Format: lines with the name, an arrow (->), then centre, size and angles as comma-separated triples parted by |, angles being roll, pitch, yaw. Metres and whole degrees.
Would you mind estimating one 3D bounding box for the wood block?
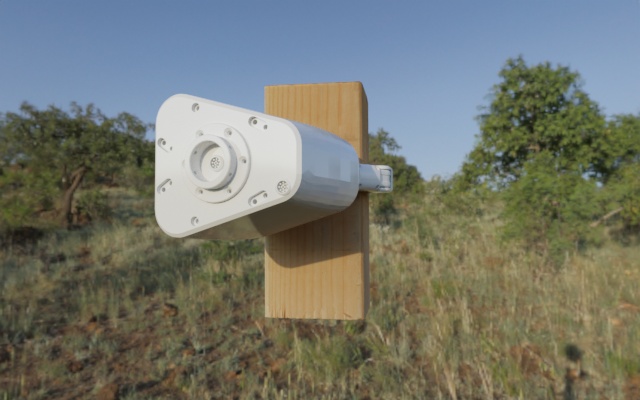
wood block -> 0.000, 0.001, 0.458 | 0.091, 0.206, 0.090 | 0, -2, 9
